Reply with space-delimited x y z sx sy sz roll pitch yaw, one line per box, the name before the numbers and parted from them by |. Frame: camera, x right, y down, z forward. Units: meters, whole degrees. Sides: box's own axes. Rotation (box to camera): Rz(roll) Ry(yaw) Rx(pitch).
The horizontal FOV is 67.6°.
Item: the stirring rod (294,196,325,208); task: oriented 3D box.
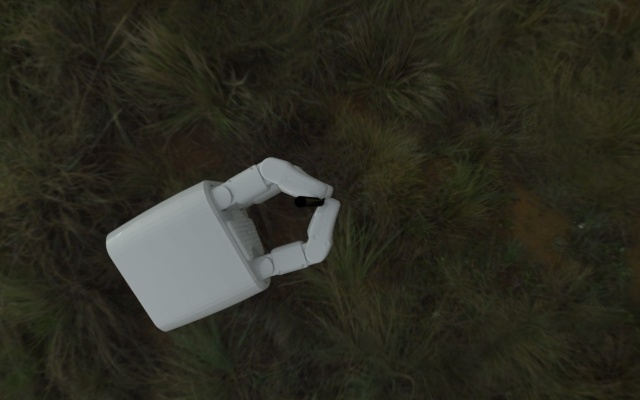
stirring rod | 0.000 0.001 0.434 0.011 0.011 0.239 0 0 6
